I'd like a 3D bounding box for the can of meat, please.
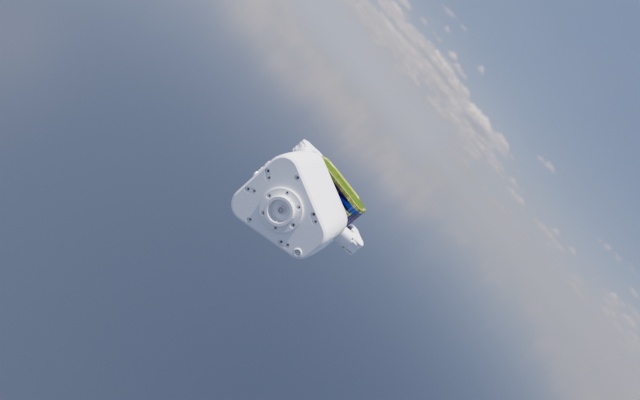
[{"bbox_3d":[0.000,0.002,0.650,0.084,0.102,0.057,-40,-6,15],"label":"can of meat"}]
